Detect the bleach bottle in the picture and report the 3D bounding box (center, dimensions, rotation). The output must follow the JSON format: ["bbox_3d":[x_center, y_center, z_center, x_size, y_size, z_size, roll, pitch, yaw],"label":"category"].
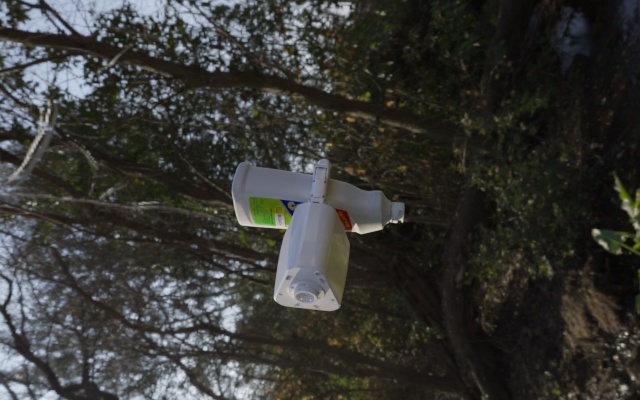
[{"bbox_3d":[0.000,0.002,0.720,0.251,0.068,0.103,5,-41,5],"label":"bleach bottle"}]
